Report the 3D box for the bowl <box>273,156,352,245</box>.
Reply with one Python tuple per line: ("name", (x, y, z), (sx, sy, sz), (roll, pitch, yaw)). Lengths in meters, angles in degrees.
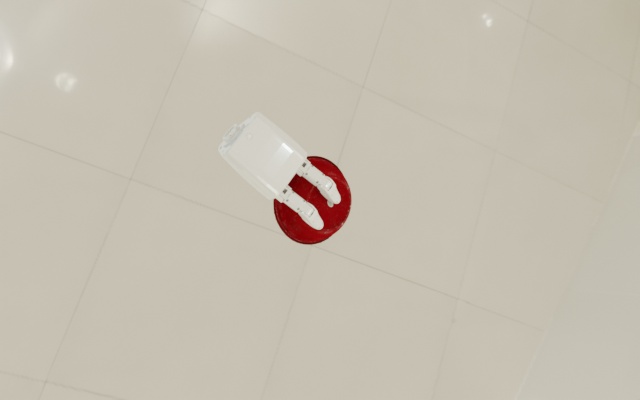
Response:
("bowl", (0.001, 0.003, 0.840), (0.162, 0.162, 0.055), (0, 6, -34))
